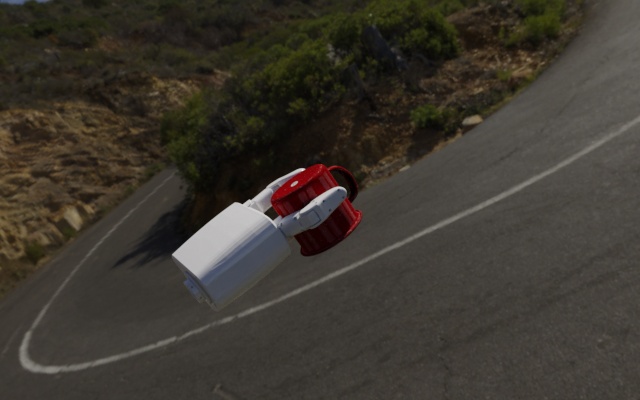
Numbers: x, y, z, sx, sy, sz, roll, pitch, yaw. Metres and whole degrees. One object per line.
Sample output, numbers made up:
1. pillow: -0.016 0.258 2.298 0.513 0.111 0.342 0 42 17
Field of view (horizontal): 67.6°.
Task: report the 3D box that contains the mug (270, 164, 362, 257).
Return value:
1. mug: 0.001 0.001 0.598 0.117 0.081 0.093 -41 16 -23
